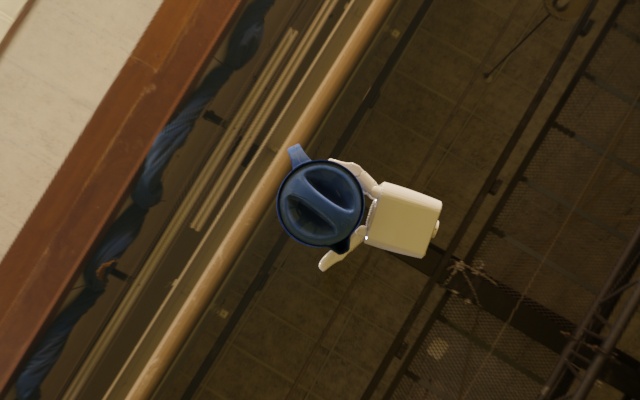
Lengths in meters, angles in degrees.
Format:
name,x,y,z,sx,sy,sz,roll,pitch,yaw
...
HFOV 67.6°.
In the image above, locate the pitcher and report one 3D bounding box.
name,x,y,z,sx,sy,sz,roll,pitch,yaw
pitcher,0.000,0.003,0.830,0.145,0.149,0.243,18,-3,3
